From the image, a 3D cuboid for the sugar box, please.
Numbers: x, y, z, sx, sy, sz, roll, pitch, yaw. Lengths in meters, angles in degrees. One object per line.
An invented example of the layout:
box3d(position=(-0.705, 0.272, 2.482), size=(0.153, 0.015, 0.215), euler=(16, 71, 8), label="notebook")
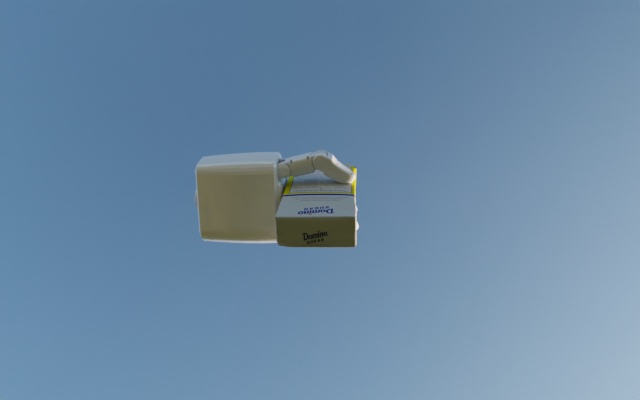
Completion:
box3d(position=(0.000, 0.002, 0.614), size=(0.093, 0.048, 0.176), euler=(0, 26, 5), label="sugar box")
